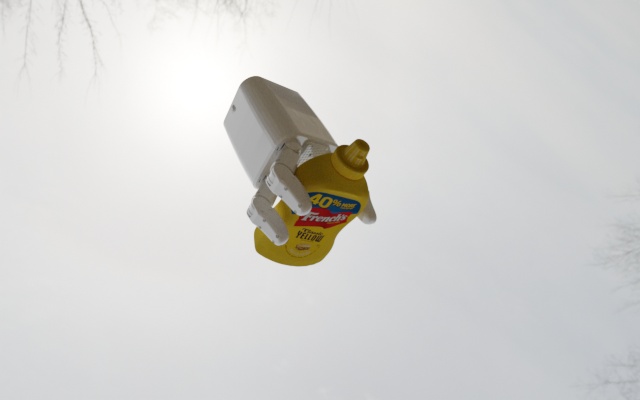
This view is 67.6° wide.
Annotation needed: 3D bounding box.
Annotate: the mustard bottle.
[{"bbox_3d":[0.000,0.002,0.548,0.096,0.058,0.192,14,-46,-24],"label":"mustard bottle"}]
